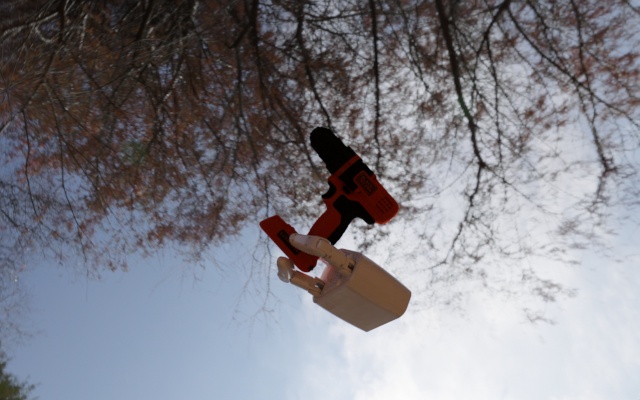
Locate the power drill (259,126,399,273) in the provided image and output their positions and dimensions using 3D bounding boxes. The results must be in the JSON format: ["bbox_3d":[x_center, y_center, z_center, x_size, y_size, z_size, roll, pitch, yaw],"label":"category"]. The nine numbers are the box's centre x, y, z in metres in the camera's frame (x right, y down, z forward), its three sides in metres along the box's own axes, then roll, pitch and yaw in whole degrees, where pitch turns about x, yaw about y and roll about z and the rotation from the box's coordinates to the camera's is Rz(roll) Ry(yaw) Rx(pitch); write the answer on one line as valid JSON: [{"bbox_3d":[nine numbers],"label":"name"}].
[{"bbox_3d":[0.000,0.003,0.729,0.187,0.184,0.057,-41,-4,-8],"label":"power drill"}]
